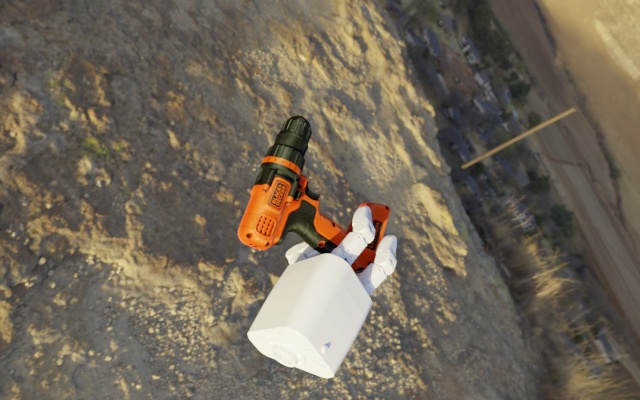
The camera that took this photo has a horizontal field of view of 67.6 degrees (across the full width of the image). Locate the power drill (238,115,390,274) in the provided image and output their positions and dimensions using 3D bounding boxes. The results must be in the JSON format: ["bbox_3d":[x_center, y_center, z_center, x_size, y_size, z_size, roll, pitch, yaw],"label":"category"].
[{"bbox_3d":[0.000,0.003,0.632,0.188,0.184,0.057,28,-19,-22],"label":"power drill"}]
